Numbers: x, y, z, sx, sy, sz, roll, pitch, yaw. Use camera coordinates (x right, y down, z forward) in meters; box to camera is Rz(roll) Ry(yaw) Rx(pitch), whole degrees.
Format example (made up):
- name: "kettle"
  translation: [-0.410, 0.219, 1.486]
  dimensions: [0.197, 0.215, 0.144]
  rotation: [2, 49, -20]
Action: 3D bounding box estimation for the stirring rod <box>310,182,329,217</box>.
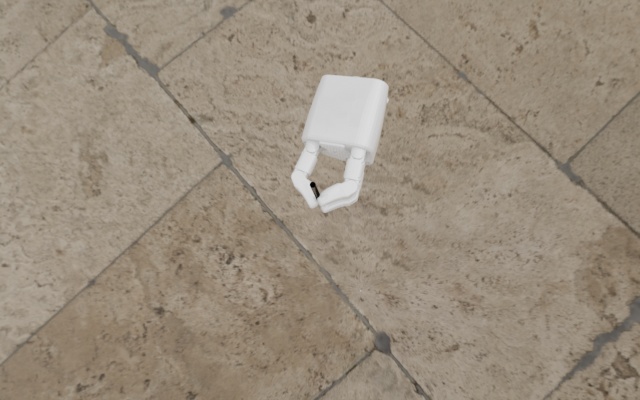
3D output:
- name: "stirring rod"
  translation: [0.000, 0.002, 0.719]
  dimensions: [0.011, 0.011, 0.239]
  rotation: [0, -11, 5]
